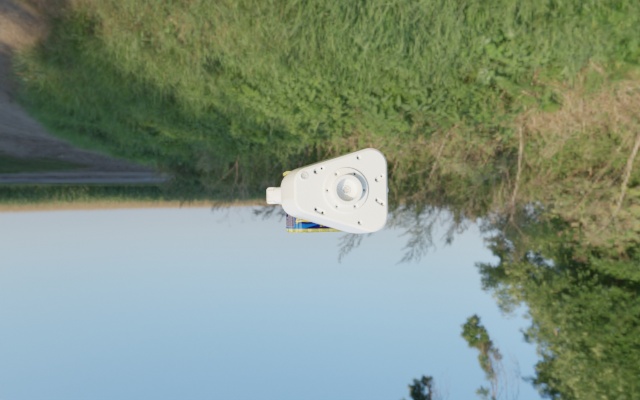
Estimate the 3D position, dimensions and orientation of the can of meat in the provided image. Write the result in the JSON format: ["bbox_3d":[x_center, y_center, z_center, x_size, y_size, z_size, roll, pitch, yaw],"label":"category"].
[{"bbox_3d":[0.000,0.003,0.672,0.102,0.084,0.057,-1,-2,-14],"label":"can of meat"}]
